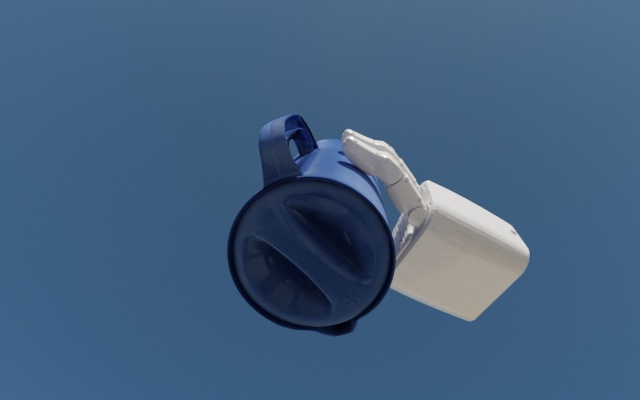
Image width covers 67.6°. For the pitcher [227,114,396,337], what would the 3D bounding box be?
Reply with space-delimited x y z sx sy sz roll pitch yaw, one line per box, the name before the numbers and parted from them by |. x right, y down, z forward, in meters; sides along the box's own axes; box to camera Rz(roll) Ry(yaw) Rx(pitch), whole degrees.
pitcher | 0.000 0.002 0.477 0.145 0.149 0.242 25 18 -3
